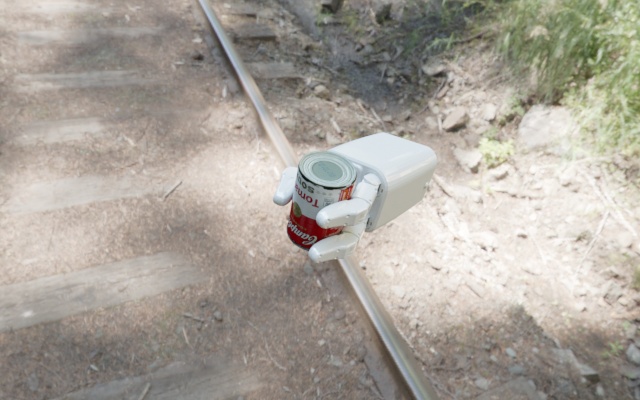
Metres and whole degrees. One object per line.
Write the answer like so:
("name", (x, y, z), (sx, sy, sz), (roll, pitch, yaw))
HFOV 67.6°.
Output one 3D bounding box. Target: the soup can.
("soup can", (0.000, 0.002, 0.558), (0.068, 0.102, 0.068), (7, 41, -6))
